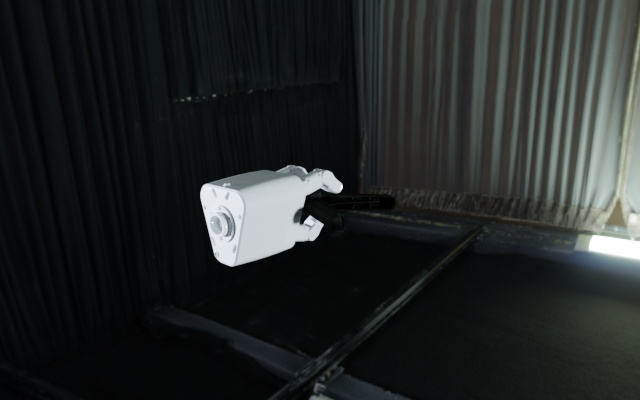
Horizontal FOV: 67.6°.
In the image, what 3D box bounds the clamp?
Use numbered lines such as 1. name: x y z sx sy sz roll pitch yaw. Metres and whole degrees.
1. clamp: 0.000 0.003 0.730 0.210 0.036 0.164 12 16 39
